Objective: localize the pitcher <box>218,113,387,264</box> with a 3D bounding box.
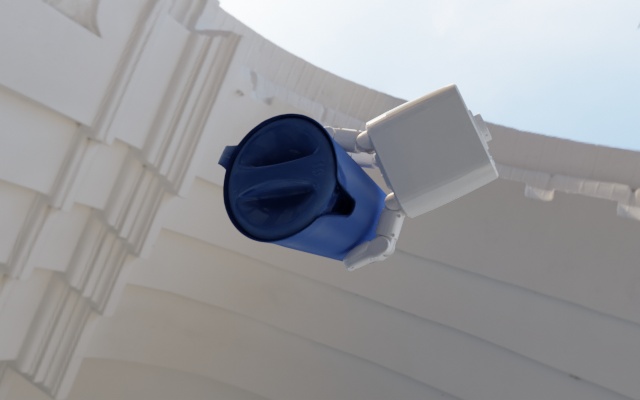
[{"bbox_3d":[0.000,0.002,0.571,0.145,0.149,0.243,-27,-26,18],"label":"pitcher"}]
